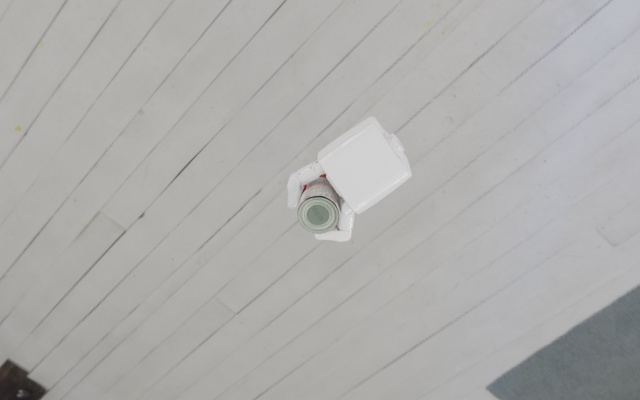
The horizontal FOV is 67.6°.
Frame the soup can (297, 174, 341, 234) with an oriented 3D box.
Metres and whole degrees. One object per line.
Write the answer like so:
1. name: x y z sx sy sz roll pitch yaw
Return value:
1. soup can: 0.000 0.003 0.786 0.068 0.068 0.102 0 25 4
